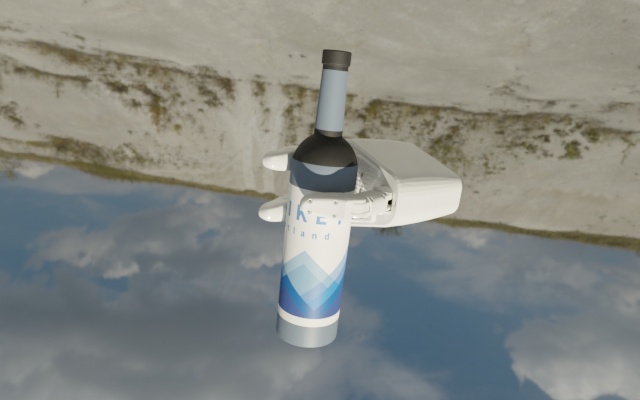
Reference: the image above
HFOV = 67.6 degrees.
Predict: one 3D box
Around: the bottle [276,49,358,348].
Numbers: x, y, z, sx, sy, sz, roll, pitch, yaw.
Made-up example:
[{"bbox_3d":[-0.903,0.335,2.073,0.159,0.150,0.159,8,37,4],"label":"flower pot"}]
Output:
[{"bbox_3d":[0.000,0.002,0.484,0.069,0.296,0.069,6,15,-2],"label":"bottle"}]
